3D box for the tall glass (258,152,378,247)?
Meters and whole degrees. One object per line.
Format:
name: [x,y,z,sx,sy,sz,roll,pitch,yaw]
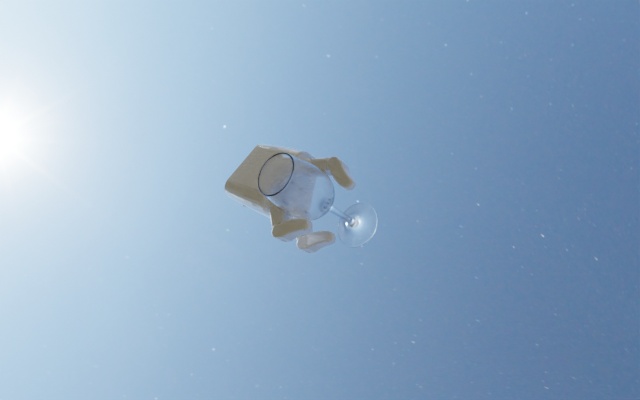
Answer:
tall glass: [0.001,0.002,0.683,0.079,0.079,0.201,0,-21,39]
